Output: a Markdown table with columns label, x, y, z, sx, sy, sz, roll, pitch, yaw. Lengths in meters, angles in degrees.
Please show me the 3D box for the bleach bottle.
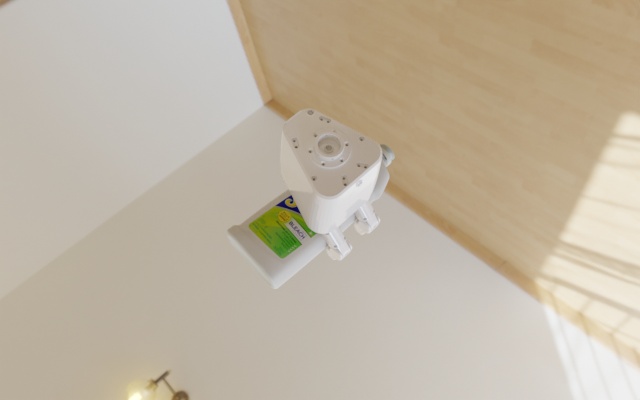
| label | x | y | z | sx | sy | sz | roll | pitch | yaw |
| --- | --- | --- | --- | --- | --- | --- | --- | --- | --- |
| bleach bottle | 0.000 | 0.002 | 0.655 | 0.250 | 0.102 | 0.068 | -41 | -16 | -17 |
